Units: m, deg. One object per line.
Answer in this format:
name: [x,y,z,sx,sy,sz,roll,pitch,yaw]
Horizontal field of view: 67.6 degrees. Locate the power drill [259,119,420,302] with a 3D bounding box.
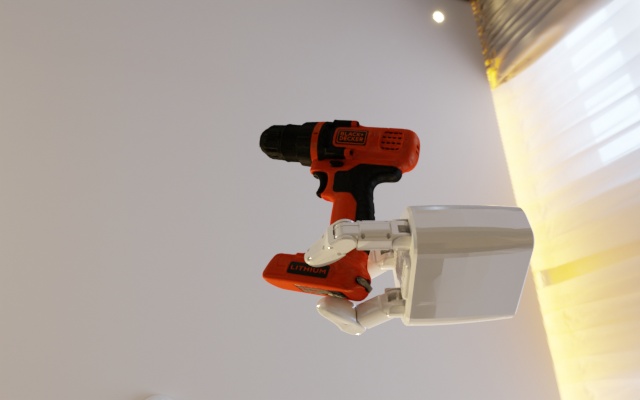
power drill: [0.000,0.002,0.501,0.184,0.187,0.057,6,-19,24]
